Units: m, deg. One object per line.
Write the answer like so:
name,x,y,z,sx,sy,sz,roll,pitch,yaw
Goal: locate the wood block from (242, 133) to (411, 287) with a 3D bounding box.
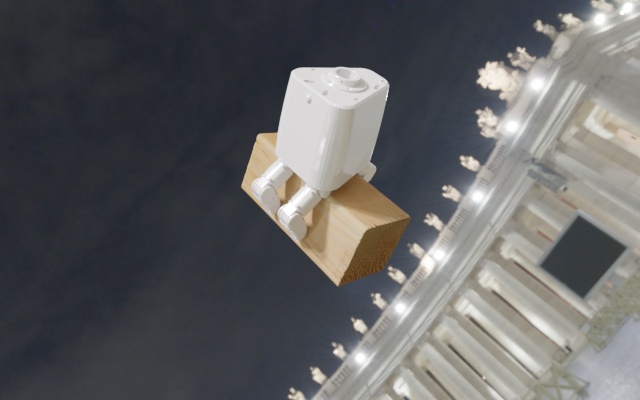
wood block,0.000,0.002,0.617,0.091,0.090,0.206,-11,43,-44
